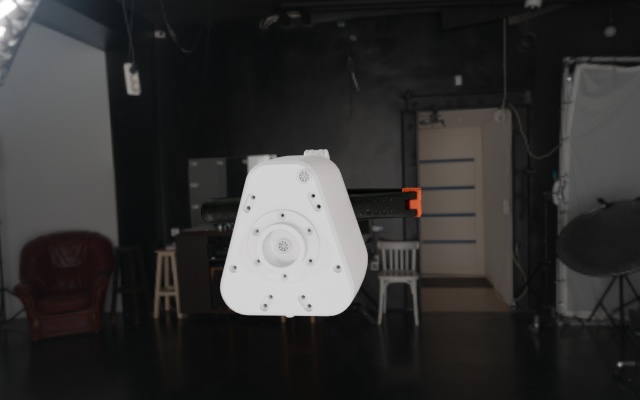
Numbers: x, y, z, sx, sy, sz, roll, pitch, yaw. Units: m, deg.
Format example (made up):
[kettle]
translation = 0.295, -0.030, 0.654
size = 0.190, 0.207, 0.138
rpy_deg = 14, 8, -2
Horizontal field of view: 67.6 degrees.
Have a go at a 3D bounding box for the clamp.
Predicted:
[clamp]
translation = 0.001, 0.001, 0.514
size = 0.210, 0.036, 0.164
rpy_deg = -1, 6, 8
